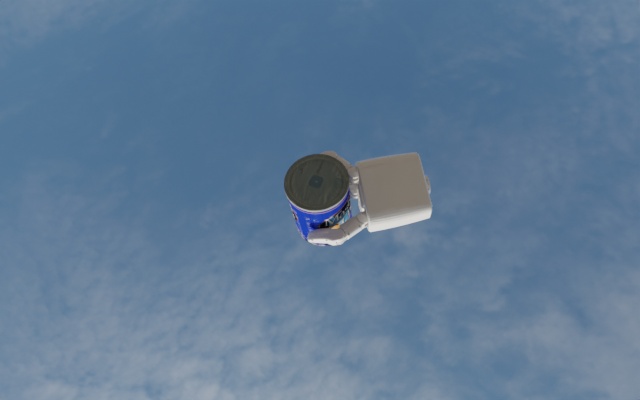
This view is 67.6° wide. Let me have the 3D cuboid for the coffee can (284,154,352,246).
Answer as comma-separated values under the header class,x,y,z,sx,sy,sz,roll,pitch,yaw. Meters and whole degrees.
class,x,y,z,sx,sy,sz,roll,pitch,yaw
coffee can,0.000,0.003,0.801,0.103,0.102,0.140,0,-28,6
